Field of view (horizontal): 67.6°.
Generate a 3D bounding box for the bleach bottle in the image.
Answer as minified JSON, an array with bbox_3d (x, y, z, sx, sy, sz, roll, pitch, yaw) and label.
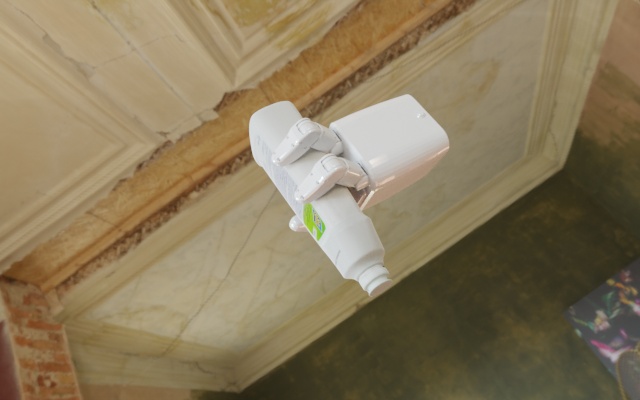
[{"bbox_3d":[0.000,0.002,0.547,0.068,0.250,0.103,-25,-30,-15],"label":"bleach bottle"}]
